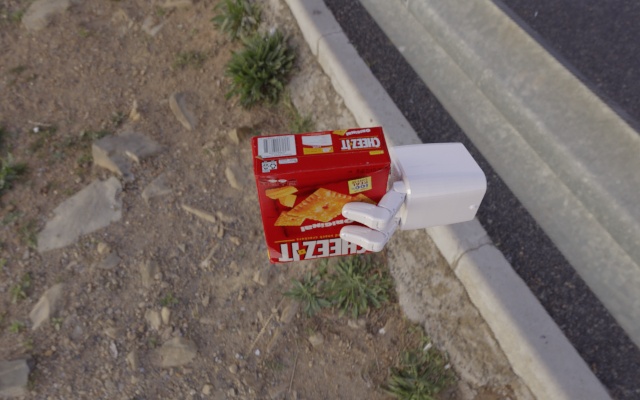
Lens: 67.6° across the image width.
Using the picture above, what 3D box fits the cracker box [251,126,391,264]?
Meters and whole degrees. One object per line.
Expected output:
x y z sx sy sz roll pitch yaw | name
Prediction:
0.000 0.002 0.651 0.164 0.072 0.214 -5 -36 -4 | cracker box
